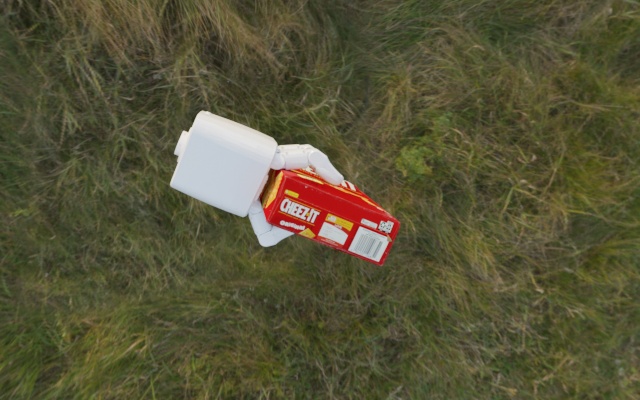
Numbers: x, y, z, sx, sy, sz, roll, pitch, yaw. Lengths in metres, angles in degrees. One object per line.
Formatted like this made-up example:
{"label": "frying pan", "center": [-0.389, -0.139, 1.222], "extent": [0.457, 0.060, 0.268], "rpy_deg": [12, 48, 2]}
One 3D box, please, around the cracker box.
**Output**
{"label": "cracker box", "center": [0.000, 0.002, 0.682], "extent": [0.164, 0.072, 0.213], "rpy_deg": [22, 9, -15]}
